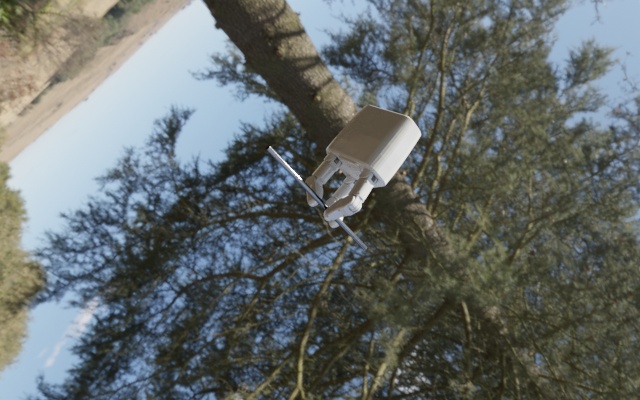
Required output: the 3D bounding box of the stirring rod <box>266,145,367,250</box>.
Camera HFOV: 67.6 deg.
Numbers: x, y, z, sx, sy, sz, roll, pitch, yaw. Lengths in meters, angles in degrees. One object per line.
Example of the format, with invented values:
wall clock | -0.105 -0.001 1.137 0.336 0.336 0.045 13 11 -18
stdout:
stirring rod | 0.000 0.002 0.719 0.011 0.011 0.240 0 -39 51
